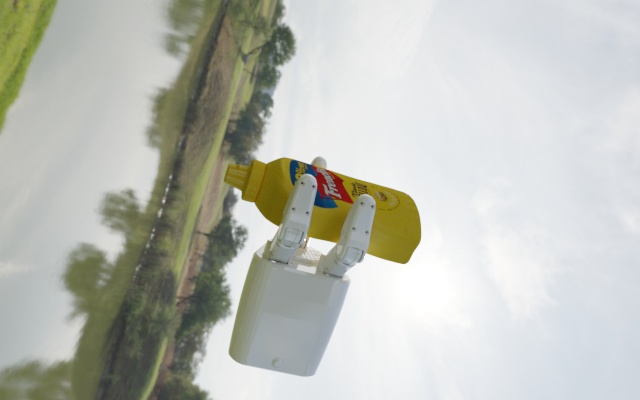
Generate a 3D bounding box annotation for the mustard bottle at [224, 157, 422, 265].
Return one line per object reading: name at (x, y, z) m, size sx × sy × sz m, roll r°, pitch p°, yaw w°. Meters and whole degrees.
mustard bottle at (0.000, 0.001, 0.471) m, size 0.191 × 0.058 × 0.096 m, roll 17°, pitch 31°, yaw -13°
